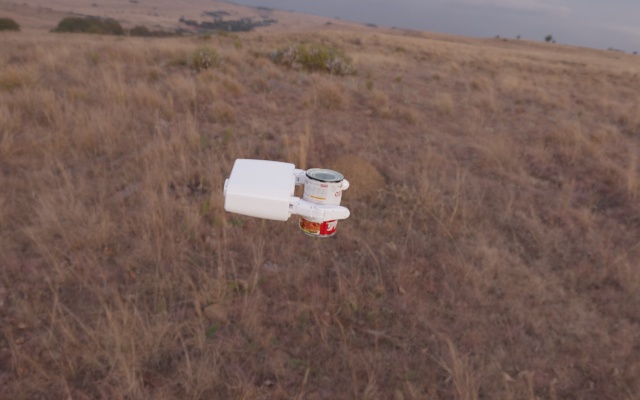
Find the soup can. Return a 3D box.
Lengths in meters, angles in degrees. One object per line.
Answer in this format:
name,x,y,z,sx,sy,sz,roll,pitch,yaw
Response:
soup can,0.001,0.003,0.824,0.068,0.102,0.068,7,20,-3
